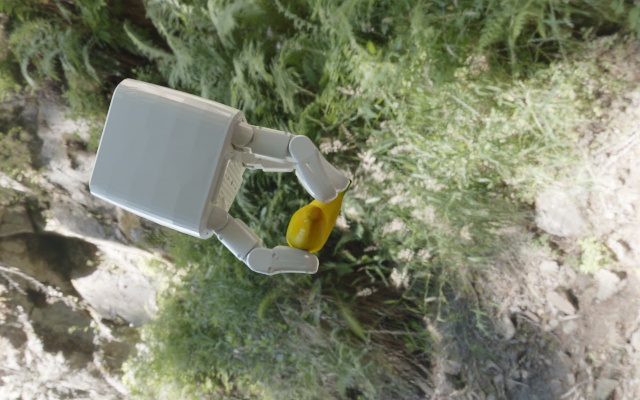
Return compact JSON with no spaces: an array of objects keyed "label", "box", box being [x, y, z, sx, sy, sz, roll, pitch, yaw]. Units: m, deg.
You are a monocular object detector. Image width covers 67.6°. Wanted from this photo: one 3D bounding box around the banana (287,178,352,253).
[{"label":"banana","box":[-0.006,0.018,0.466,0.037,0.070,0.197,21,14,5]}]
